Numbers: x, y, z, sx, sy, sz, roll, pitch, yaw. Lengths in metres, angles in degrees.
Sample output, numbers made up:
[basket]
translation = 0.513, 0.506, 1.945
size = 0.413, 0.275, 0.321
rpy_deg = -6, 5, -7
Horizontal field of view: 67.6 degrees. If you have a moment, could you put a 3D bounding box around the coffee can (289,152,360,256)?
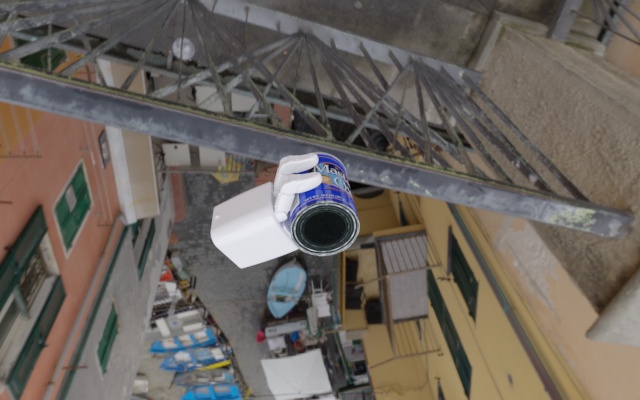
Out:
[coffee can]
translation = 0.000, 0.002, 0.750
size = 0.103, 0.103, 0.140
rpy_deg = 0, 35, -7
